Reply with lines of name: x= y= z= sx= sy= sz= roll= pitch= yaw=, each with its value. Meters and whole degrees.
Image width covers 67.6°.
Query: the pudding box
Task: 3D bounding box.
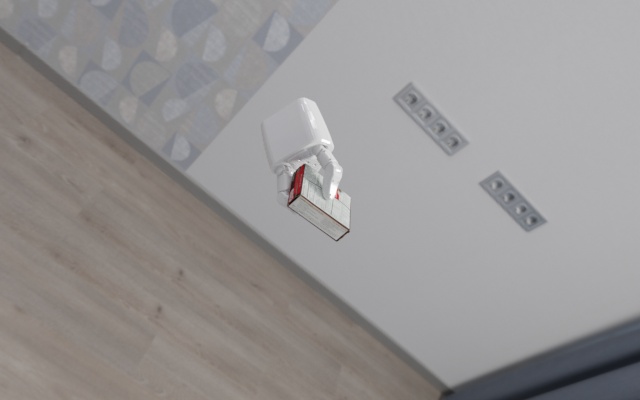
pudding box: x=0.000 y=0.002 z=0.799 sx=0.113 sy=0.090 sz=0.039 roll=35 pitch=-56 yaw=-21
